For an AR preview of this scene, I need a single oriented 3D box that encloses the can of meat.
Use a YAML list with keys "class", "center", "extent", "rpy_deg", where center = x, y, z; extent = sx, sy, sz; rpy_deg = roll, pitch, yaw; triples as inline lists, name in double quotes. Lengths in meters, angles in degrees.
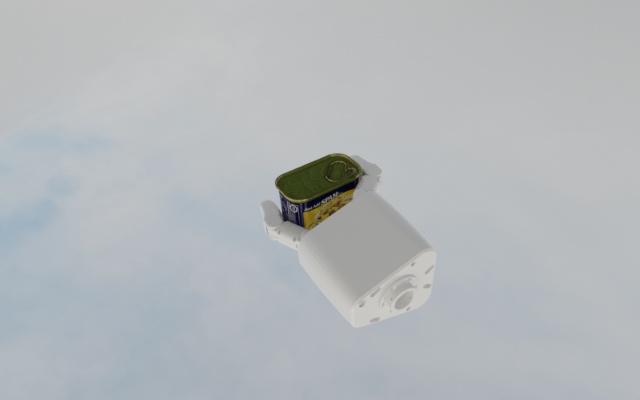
- class: "can of meat"
  center: [0.000, 0.002, 0.585]
  extent: [0.102, 0.084, 0.057]
  rpy_deg: [-25, 44, -23]
